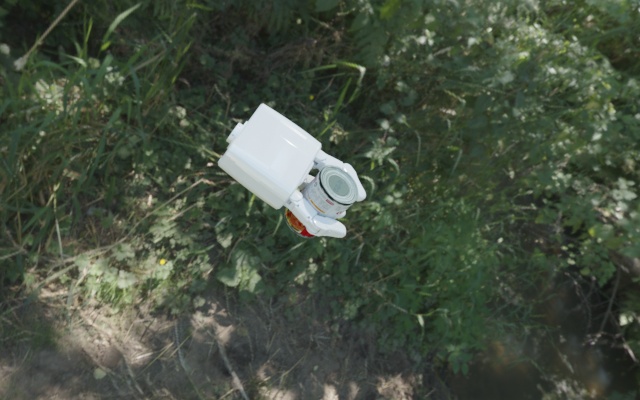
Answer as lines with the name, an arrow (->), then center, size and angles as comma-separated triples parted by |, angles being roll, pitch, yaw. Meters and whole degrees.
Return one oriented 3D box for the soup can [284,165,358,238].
soup can -> 0.001, 0.003, 0.703 | 0.068, 0.068, 0.102 | 0, -31, -39
